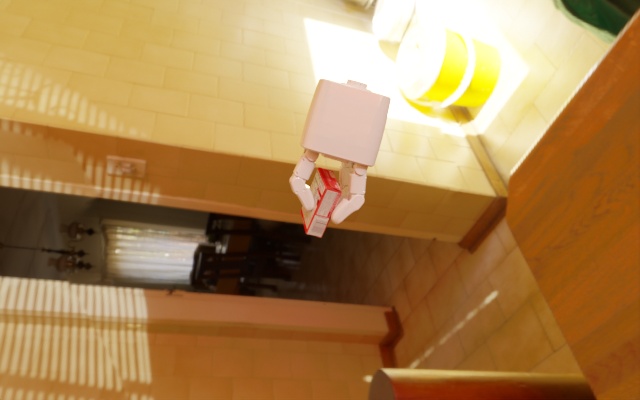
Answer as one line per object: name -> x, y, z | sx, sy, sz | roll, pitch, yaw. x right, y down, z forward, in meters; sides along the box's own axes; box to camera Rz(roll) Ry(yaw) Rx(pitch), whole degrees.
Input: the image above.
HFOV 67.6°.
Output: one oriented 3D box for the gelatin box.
gelatin box -> 0.000, 0.003, 0.761 | 0.030, 0.089, 0.073 | 16, 24, -19
